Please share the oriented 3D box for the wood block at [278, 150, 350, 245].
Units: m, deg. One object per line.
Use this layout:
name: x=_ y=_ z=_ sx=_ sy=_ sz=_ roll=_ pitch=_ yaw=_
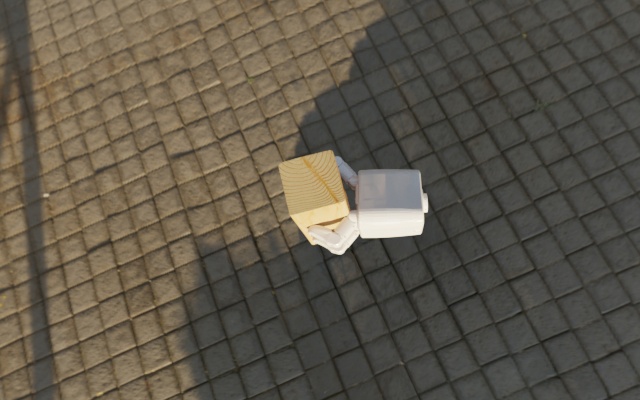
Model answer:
wood block: x=0.000 y=0.002 z=0.823 sx=0.090 sy=0.090 sz=0.206 roll=-15 pitch=-19 yaw=4
